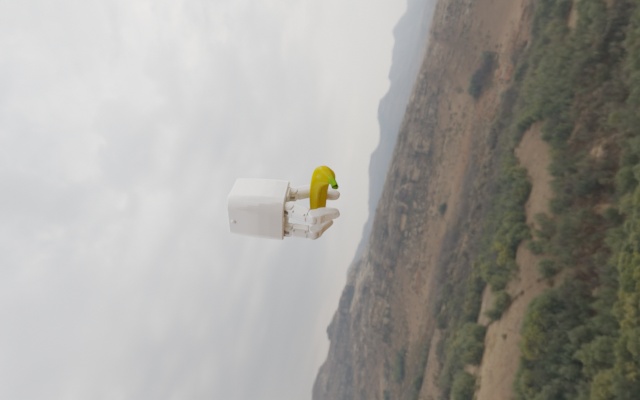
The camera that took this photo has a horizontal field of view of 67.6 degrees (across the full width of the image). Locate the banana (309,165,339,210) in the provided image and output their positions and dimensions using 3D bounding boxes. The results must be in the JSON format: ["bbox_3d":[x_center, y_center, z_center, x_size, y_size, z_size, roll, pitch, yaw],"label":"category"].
[{"bbox_3d":[0.000,-0.016,0.895,0.037,0.069,0.198,0,-22,-7],"label":"banana"}]
